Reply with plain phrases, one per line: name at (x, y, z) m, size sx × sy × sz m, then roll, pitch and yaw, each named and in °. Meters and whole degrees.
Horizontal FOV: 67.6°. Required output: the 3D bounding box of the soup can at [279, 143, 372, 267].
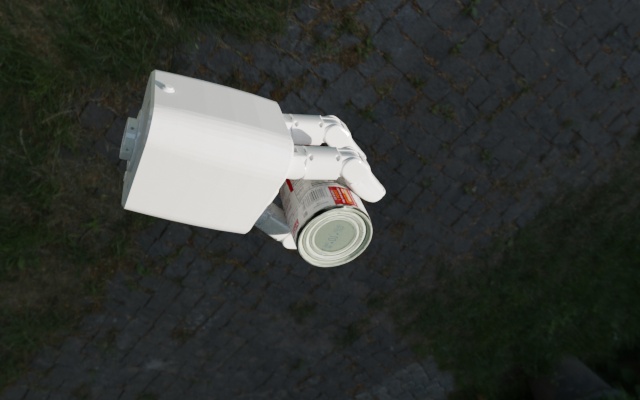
soup can at (0.001, 0.002, 0.433) m, size 0.068 × 0.068 × 0.102 m, roll 0°, pitch 37°, yaw -18°
